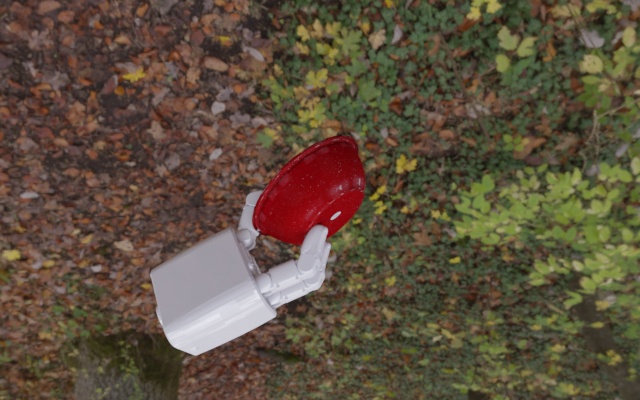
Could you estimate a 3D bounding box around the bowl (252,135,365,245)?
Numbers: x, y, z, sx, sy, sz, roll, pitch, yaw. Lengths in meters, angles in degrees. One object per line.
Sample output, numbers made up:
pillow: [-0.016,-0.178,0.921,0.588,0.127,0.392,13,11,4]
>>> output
bowl: [0.001,0.001,0.566,0.055,0.162,0.162,47,22,22]
